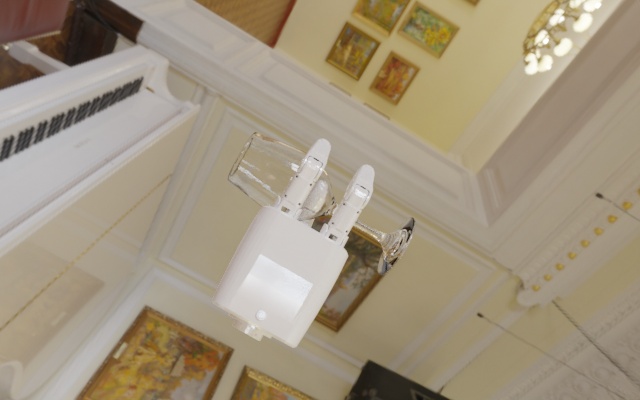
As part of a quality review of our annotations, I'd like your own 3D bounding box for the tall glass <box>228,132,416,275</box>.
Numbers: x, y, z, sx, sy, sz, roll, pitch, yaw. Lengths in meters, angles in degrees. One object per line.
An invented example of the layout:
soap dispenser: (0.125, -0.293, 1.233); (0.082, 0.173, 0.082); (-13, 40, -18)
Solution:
tall glass: (0.001, 0.002, 0.527); (0.201, 0.079, 0.079); (31, -3, -5)
